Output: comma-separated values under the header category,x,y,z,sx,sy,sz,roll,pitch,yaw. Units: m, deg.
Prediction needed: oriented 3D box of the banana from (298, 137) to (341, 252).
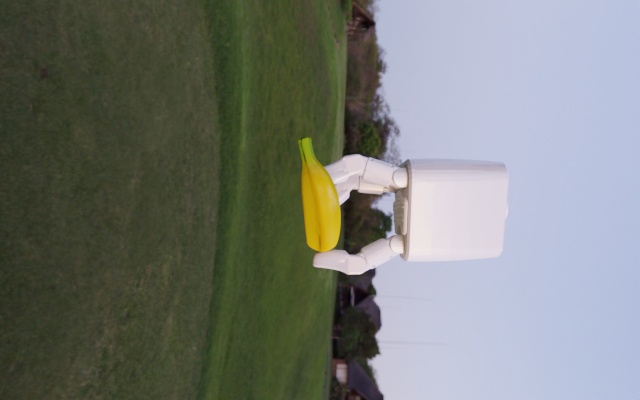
category,x,y,z,sx,sy,sz,roll,pitch,yaw
banana,0.001,0.016,0.501,0.037,0.069,0.198,-4,-29,-1
